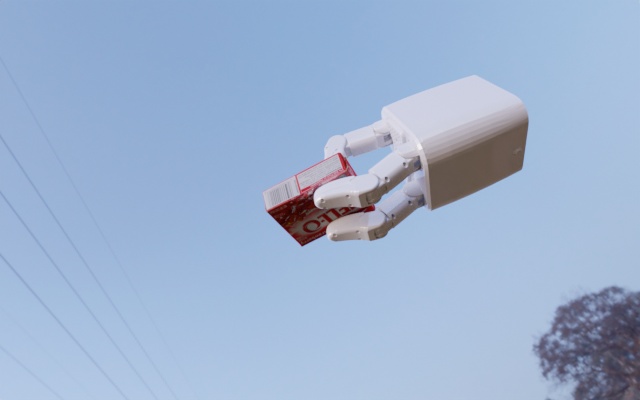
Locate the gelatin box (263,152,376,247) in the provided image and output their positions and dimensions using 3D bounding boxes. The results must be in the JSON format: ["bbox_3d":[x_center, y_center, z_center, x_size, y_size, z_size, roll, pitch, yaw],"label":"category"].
[{"bbox_3d":[0.000,0.001,0.470,0.089,0.030,0.073,-26,-41,12],"label":"gelatin box"}]
